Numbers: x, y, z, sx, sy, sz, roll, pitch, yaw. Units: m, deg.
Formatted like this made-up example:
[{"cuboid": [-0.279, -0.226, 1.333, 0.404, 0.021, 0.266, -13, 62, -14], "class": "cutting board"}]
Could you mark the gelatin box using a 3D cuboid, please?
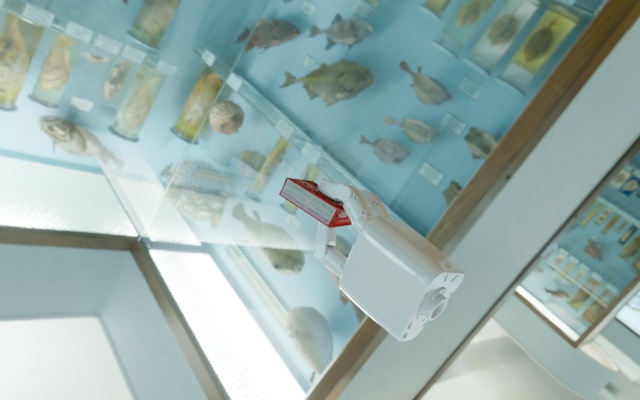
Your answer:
[{"cuboid": [0.000, 0.002, 0.641, 0.089, 0.030, 0.073, 31, 12, 23], "class": "gelatin box"}]
